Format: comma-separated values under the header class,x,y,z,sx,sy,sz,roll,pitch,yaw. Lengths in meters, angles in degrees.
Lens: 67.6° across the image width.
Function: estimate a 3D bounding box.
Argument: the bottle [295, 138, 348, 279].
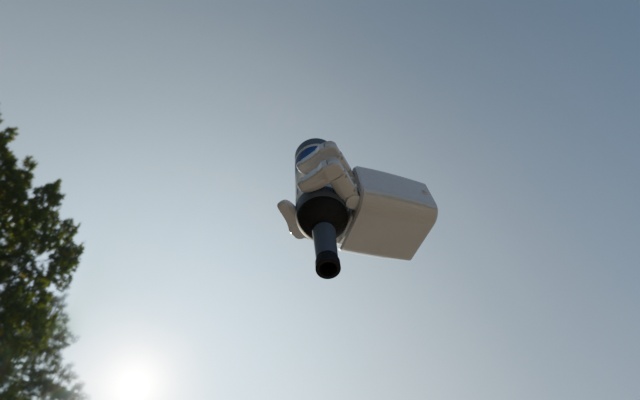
class,x,y,z,sx,sy,sz,roll,pitch,yaw
bottle,0.000,0.002,0.632,0.069,0.069,0.295,0,29,-4
